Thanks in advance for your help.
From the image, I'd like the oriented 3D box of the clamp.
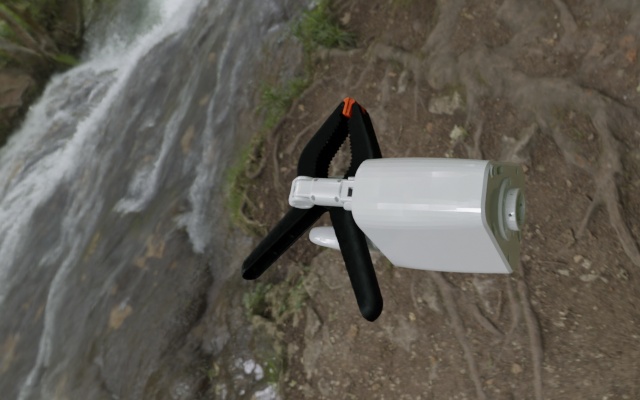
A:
[{"bbox_3d":[0.000,0.001,0.474,0.164,0.210,0.036,2,-14,34],"label":"clamp"}]
